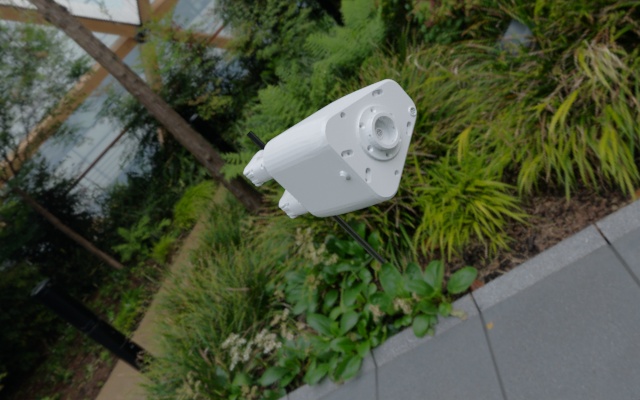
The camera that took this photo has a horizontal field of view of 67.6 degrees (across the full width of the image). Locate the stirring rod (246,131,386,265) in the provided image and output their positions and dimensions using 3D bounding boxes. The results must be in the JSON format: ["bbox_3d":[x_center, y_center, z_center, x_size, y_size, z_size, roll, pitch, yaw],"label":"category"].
[{"bbox_3d":[0.000,0.002,0.584,0.239,0.011,0.011,44,-17,-19],"label":"stirring rod"}]
